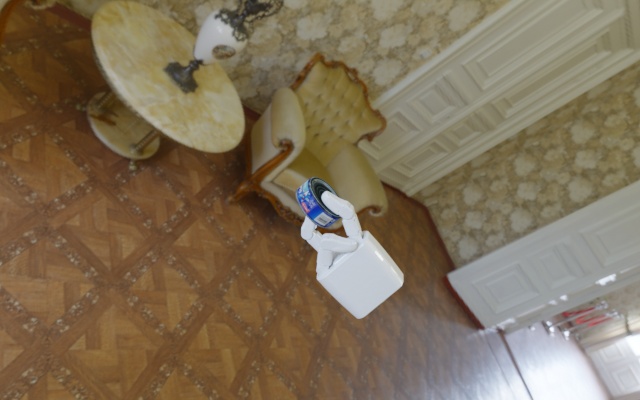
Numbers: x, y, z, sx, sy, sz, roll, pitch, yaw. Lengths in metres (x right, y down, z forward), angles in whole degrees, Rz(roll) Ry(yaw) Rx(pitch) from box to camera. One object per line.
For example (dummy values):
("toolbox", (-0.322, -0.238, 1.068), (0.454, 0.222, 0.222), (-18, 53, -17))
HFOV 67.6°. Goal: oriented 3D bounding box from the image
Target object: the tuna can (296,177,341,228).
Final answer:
("tuna can", (0.000, 0.002, 0.811), (0.034, 0.086, 0.086), (-39, -19, 25))
